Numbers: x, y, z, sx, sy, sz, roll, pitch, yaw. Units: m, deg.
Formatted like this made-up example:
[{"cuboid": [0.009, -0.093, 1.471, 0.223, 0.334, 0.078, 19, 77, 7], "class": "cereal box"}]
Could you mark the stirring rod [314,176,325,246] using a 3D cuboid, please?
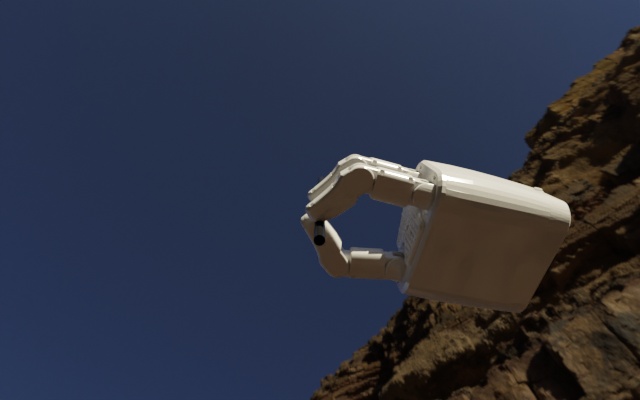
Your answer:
[{"cuboid": [0.000, 0.002, 0.446, 0.011, 0.011, 0.239, 0, 13, 0], "class": "stirring rod"}]
